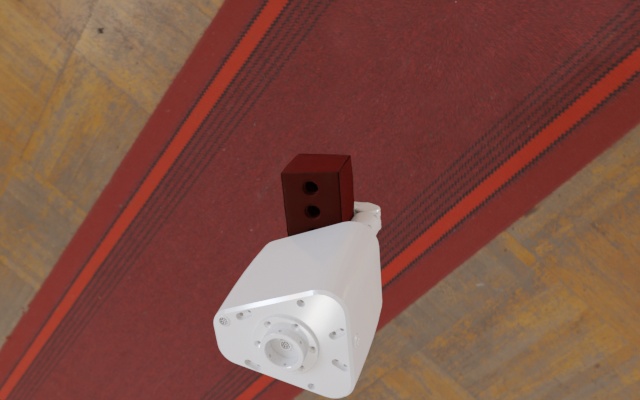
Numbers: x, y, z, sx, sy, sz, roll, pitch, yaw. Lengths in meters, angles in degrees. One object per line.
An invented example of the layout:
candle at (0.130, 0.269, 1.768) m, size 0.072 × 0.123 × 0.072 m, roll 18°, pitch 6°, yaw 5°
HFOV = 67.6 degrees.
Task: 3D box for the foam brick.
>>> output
foam brick at (0.000, 0.001, 0.435) m, size 0.053 × 0.078 × 0.051 m, roll 1°, pitch 22°, yaw 17°
